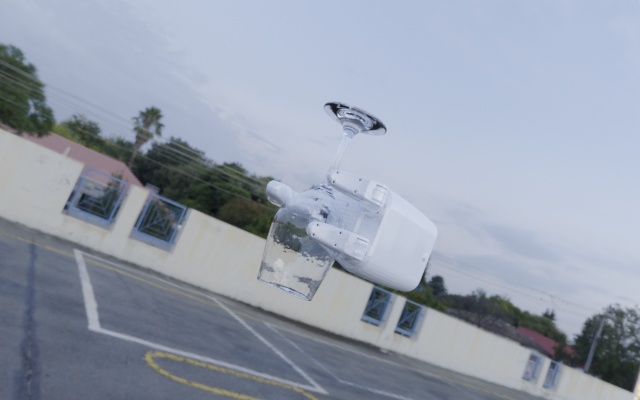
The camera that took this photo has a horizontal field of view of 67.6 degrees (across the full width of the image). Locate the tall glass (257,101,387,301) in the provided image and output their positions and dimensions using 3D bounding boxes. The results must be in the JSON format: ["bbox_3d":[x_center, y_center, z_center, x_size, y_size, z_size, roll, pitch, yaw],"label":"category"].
[{"bbox_3d":[0.000,0.001,0.509,0.079,0.201,0.079,23,-7,3],"label":"tall glass"}]
